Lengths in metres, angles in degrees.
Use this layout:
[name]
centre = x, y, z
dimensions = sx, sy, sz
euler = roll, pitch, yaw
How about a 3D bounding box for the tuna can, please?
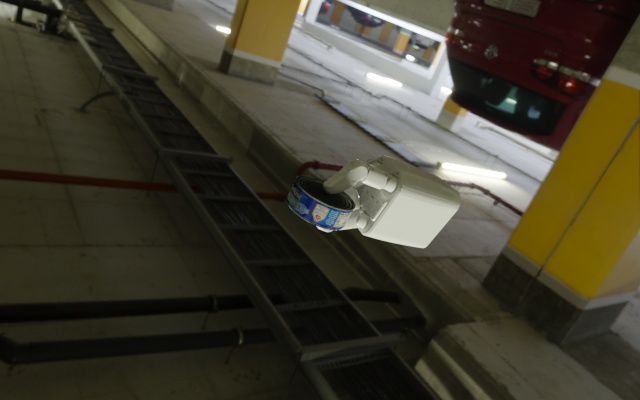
[tuna can]
centre = 0.000, 0.002, 0.619
dimensions = 0.086, 0.034, 0.086
euler = 24, 19, -9
